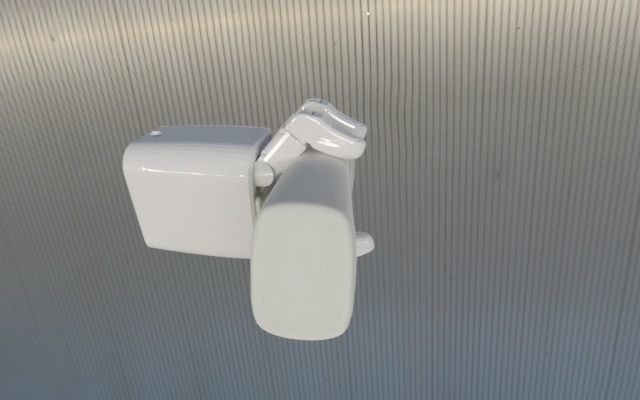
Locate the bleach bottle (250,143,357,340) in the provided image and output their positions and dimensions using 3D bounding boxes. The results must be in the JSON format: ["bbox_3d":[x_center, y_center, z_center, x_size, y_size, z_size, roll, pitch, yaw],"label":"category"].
[{"bbox_3d":[0.000,0.001,0.412,0.068,0.103,0.250,4,22,4],"label":"bleach bottle"}]
